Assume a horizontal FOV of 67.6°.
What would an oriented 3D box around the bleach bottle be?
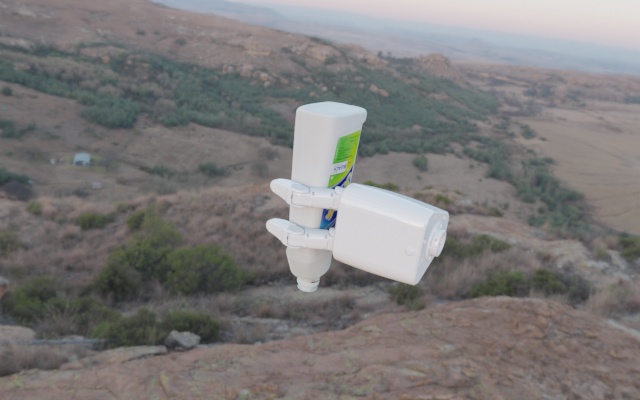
[{"bbox_3d":[0.000,0.002,0.633,0.068,0.251,0.102,17,23,25],"label":"bleach bottle"}]
